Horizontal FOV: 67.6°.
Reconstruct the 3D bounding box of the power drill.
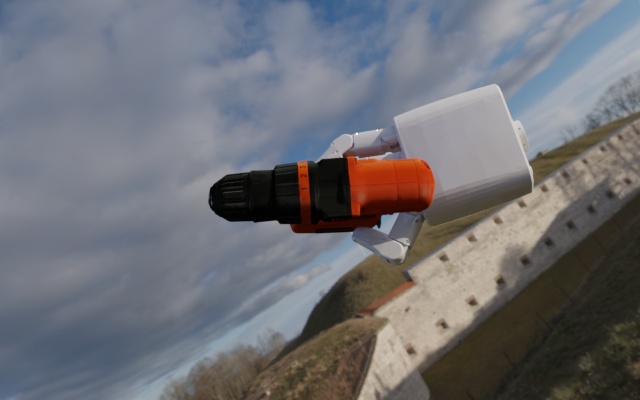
[{"bbox_3d":[0.000,0.001,0.460,0.184,0.057,0.187,-2,-5,-1],"label":"power drill"}]
